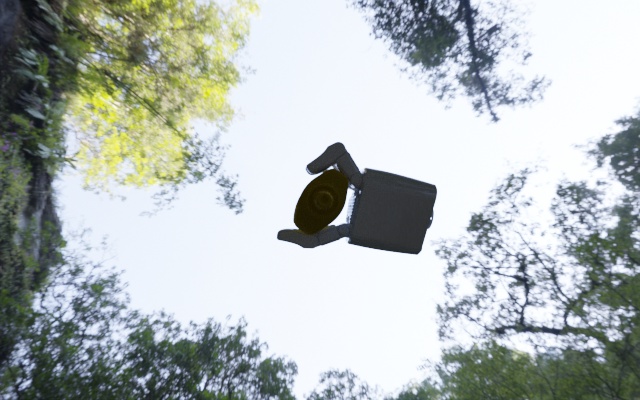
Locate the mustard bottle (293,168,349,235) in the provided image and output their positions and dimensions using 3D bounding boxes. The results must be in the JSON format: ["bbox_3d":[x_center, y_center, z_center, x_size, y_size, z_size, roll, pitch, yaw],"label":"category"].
[{"bbox_3d":[0.000,0.002,0.665,0.058,0.096,0.191,36,-3,-2],"label":"mustard bottle"}]
